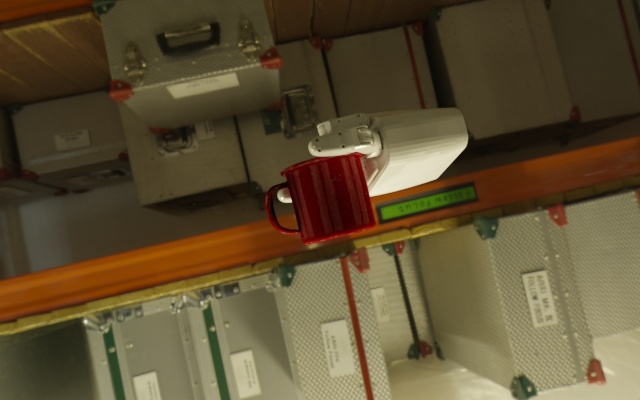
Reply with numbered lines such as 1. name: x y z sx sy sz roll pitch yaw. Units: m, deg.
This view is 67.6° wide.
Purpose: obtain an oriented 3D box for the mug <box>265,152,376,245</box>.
1. mug: -0.001 0.002 0.505 0.117 0.081 0.093 -12 -5 -18
